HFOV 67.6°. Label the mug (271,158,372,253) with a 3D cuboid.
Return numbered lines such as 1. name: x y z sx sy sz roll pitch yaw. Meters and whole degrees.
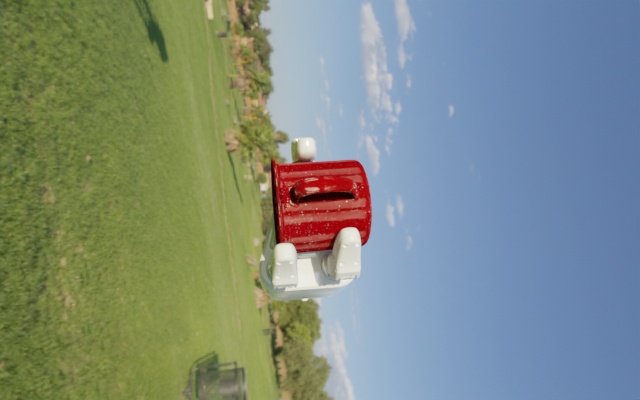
1. mug: 0.000 0.001 0.426 0.081 0.093 0.117 -4 -18 -8
